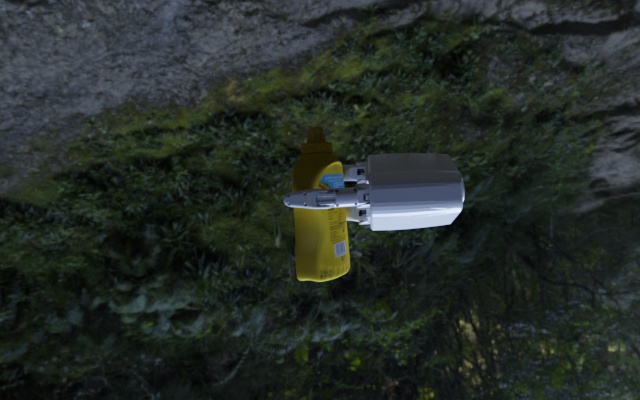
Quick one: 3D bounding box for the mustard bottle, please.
[{"bbox_3d":[0.000,0.002,0.617,0.058,0.191,0.096,-1,4,29],"label":"mustard bottle"}]
